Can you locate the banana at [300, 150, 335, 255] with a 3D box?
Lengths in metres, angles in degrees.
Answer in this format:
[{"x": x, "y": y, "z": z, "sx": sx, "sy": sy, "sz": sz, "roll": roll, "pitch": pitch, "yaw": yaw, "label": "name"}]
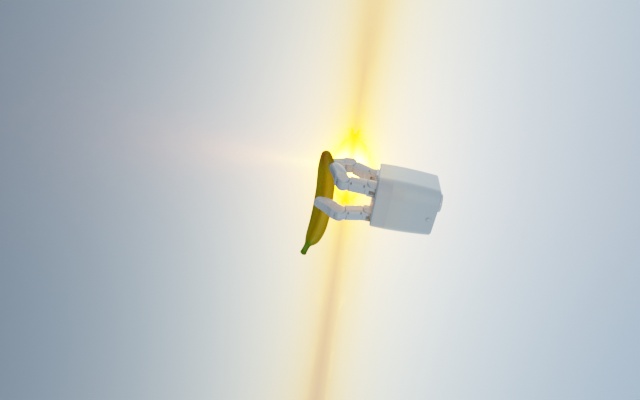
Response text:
[{"x": 0.003, "y": 0.001, "z": 0.872, "sx": 0.037, "sy": 0.198, "sz": 0.069, "roll": 13, "pitch": 16, "yaw": 7, "label": "banana"}]
